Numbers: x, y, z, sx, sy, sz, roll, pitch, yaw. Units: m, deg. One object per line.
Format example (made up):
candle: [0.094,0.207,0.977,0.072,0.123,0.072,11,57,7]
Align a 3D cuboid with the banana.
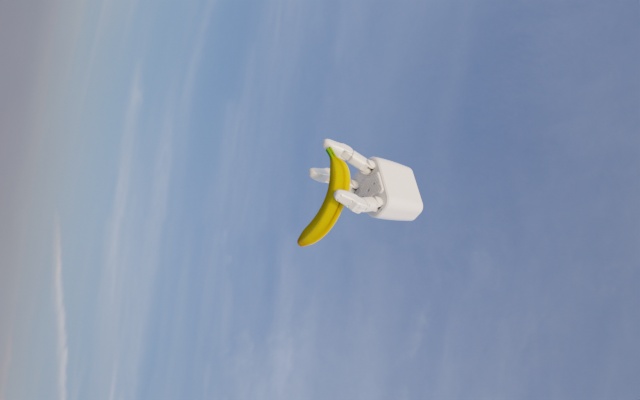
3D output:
banana: [0.012,0.007,0.870,0.037,0.198,0.069,7,18,-41]
